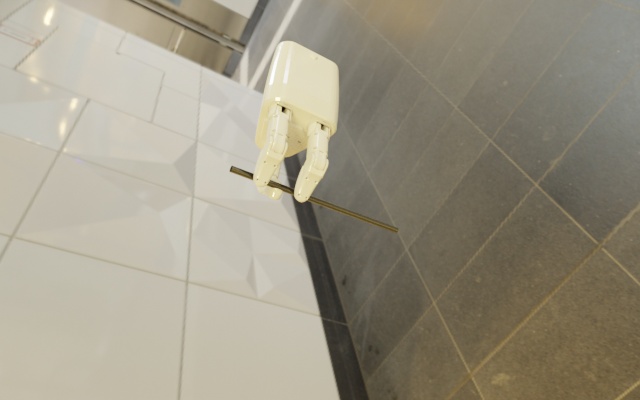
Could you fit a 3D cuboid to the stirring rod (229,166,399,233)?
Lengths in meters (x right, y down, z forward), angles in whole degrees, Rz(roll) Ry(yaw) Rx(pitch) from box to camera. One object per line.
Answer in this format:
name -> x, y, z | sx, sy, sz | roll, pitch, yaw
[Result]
stirring rod -> 0.000, 0.002, 0.597 | 0.239, 0.011, 0.011 | 20, -9, -24
